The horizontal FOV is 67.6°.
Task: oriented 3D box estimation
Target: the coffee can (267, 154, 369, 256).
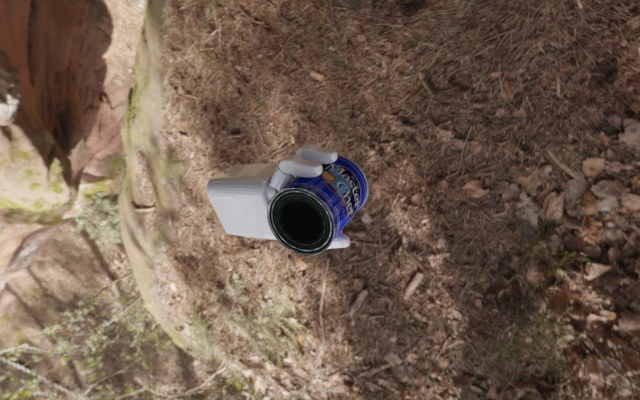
[{"bbox_3d":[0.000,0.002,0.700,0.103,0.103,0.140,0,23,26],"label":"coffee can"}]
